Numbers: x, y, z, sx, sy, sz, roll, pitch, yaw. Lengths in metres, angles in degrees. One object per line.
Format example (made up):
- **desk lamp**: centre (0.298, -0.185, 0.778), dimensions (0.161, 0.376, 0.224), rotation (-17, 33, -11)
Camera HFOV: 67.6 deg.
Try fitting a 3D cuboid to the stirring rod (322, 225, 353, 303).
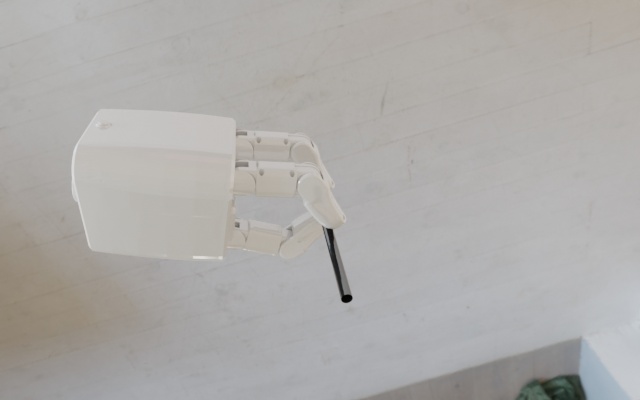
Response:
- **stirring rod**: centre (0.000, 0.001, 0.416), dimensions (0.011, 0.011, 0.239), rotation (0, 32, -10)
